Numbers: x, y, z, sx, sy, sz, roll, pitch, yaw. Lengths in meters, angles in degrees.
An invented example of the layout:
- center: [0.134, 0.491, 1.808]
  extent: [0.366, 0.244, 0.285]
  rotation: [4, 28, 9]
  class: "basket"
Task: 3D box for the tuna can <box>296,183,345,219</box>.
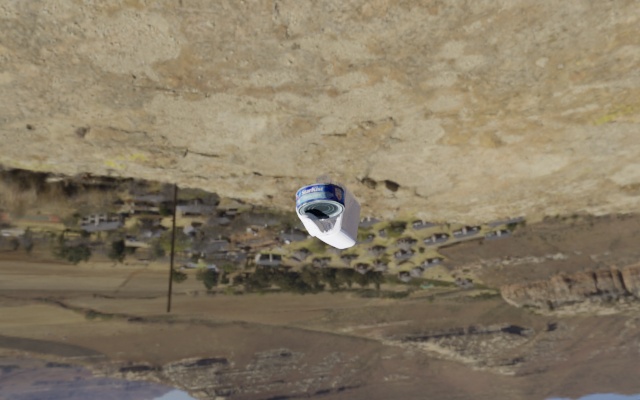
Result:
- center: [0.000, 0.003, 0.840]
  extent: [0.086, 0.033, 0.086]
  rotation: [-3, -25, -1]
  class: "tuna can"
